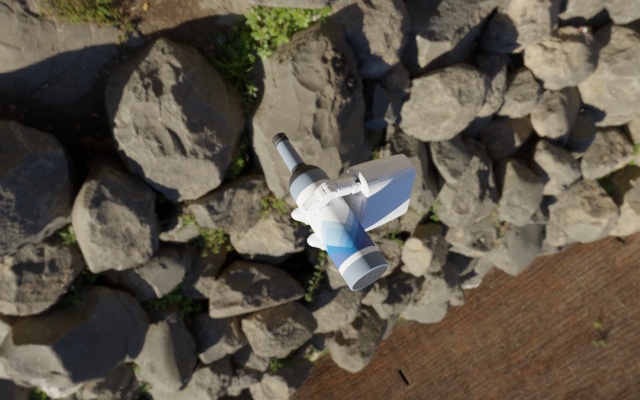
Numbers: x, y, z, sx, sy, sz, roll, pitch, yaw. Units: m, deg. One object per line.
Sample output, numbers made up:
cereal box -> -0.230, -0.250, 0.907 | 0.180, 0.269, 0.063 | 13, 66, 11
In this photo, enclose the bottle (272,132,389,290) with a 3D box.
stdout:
bottle -> 0.000, 0.003, 0.765 | 0.069, 0.295, 0.069 | -26, -26, -14
